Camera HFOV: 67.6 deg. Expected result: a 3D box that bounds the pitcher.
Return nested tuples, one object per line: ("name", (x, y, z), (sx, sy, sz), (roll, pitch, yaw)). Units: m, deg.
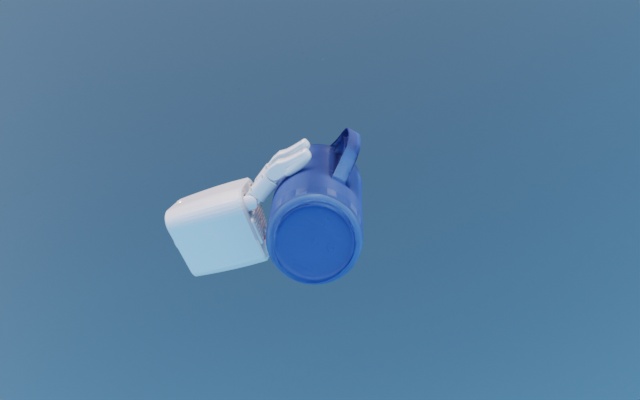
("pitcher", (0.000, 0.002, 0.627), (0.145, 0.149, 0.242), (-14, 16, 5))
